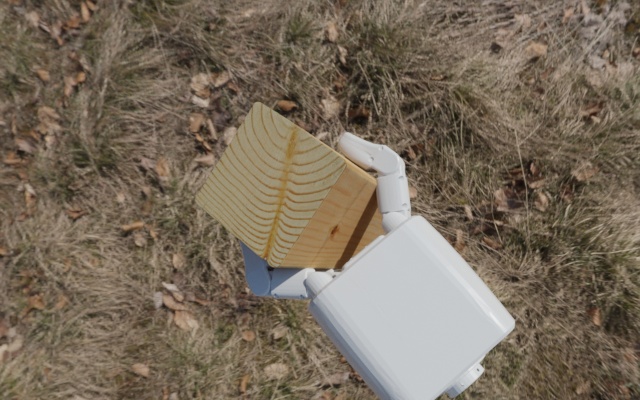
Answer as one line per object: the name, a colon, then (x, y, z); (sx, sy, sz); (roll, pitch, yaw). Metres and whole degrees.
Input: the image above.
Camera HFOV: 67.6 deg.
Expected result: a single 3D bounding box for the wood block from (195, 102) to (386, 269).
wood block: (0.000, 0.001, 0.428); (0.090, 0.091, 0.206); (36, 6, 23)
